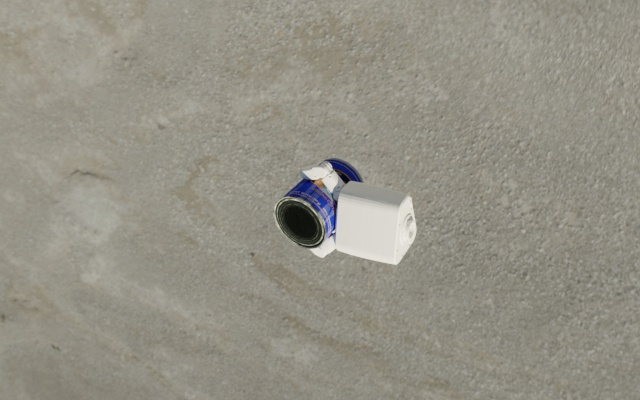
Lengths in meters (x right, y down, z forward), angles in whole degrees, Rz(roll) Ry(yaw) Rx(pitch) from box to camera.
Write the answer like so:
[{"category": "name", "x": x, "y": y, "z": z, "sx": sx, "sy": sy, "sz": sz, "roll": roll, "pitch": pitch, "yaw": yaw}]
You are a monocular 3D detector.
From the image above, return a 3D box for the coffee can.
[{"category": "coffee can", "x": 0.000, "y": 0.003, "z": 0.826, "sx": 0.103, "sy": 0.103, "sz": 0.140, "roll": 0, "pitch": 30, "yaw": 36}]
